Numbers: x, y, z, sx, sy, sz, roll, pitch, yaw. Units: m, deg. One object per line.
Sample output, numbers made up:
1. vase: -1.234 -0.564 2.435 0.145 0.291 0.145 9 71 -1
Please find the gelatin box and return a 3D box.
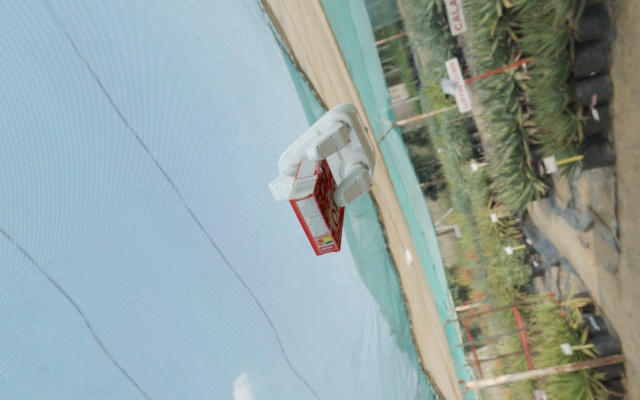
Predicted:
1. gelatin box: 0.000 0.002 0.500 0.030 0.073 0.089 -15 30 17
